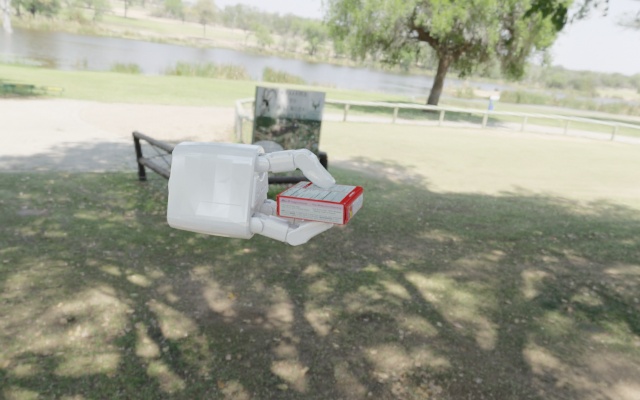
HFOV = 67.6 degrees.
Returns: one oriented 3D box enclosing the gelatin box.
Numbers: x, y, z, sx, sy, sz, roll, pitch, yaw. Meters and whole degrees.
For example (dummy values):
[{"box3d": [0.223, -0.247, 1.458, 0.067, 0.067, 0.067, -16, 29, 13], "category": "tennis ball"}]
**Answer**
[{"box3d": [0.000, 0.002, 0.585, 0.089, 0.030, 0.073, 6, 18, 20], "category": "gelatin box"}]
